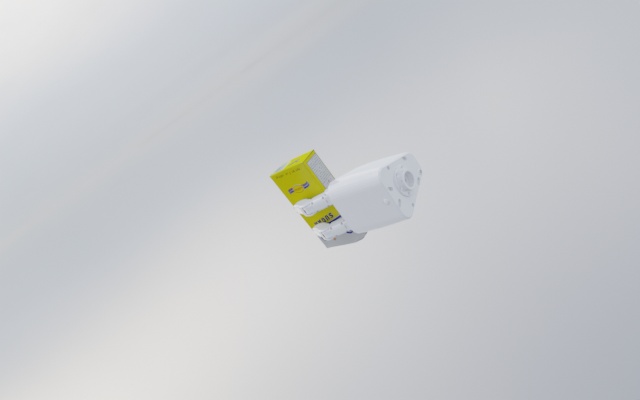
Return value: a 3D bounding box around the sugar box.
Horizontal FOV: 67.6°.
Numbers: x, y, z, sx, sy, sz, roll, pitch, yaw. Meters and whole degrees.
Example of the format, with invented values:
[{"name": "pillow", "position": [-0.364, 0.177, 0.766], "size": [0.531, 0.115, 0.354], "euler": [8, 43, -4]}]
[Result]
[{"name": "sugar box", "position": [0.000, 0.003, 0.832], "size": [0.093, 0.176, 0.048], "euler": [-18, 24, 45]}]
